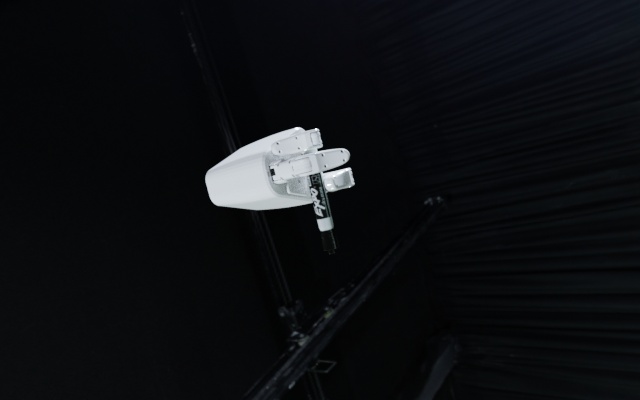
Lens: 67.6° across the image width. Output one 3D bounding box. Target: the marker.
[{"bbox_3d":[0.000,0.002,0.544,0.020,0.121,0.020,-13,4,1],"label":"marker"}]
